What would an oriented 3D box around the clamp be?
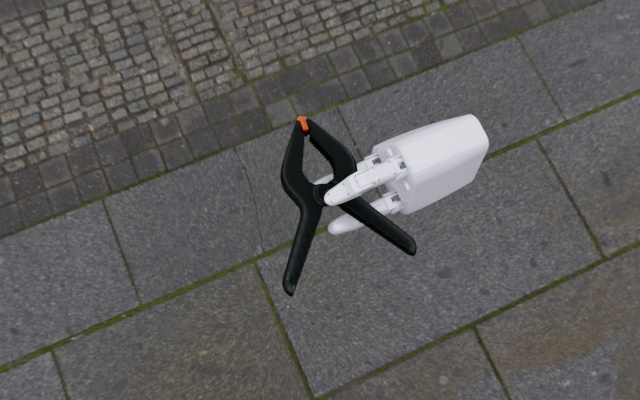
[{"bbox_3d":[0.000,0.001,0.571,0.164,0.210,0.036,-24,-10,-11],"label":"clamp"}]
